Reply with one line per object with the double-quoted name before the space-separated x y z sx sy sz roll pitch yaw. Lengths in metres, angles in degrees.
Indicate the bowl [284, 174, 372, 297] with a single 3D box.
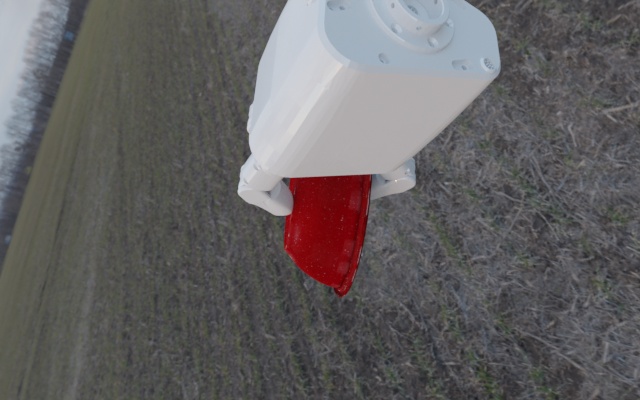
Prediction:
"bowl" -0.001 0.002 0.423 0.055 0.162 0.162 6 -1 -6
